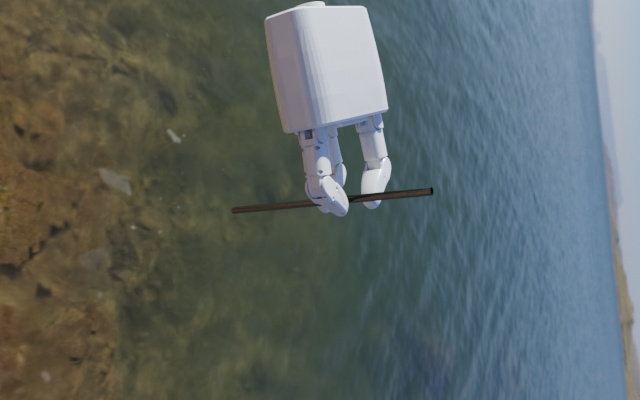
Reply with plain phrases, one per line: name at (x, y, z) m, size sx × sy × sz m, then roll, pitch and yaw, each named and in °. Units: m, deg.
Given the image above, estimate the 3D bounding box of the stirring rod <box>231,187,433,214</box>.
stirring rod at (0.000, 0.002, 0.501) m, size 0.239 × 0.011 × 0.011 m, roll -6°, pitch -3°, yaw 31°
